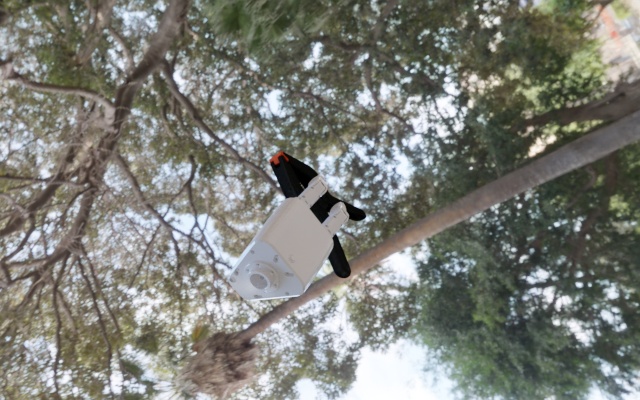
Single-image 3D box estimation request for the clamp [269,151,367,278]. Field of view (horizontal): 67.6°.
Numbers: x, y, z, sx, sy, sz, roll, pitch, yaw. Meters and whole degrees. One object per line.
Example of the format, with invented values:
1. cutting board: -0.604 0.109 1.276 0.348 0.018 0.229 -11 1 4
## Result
1. clamp: -0.001 0.003 0.767 0.036 0.210 0.164 -31 14 30
